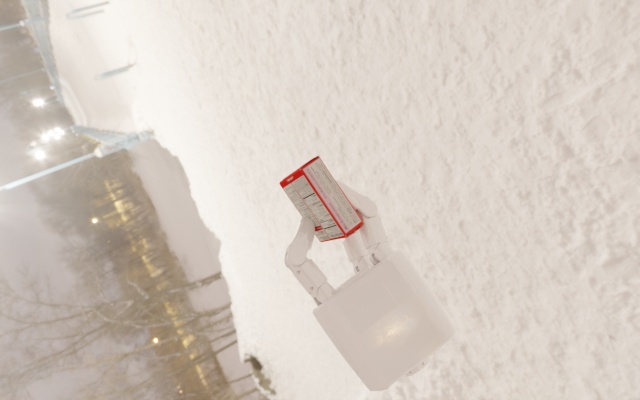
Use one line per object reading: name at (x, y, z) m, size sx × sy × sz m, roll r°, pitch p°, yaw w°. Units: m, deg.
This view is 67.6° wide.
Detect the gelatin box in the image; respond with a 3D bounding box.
gelatin box at (0.000, 0.002, 0.525) m, size 0.030 × 0.089 × 0.073 m, roll -37°, pitch 5°, yaw -24°
